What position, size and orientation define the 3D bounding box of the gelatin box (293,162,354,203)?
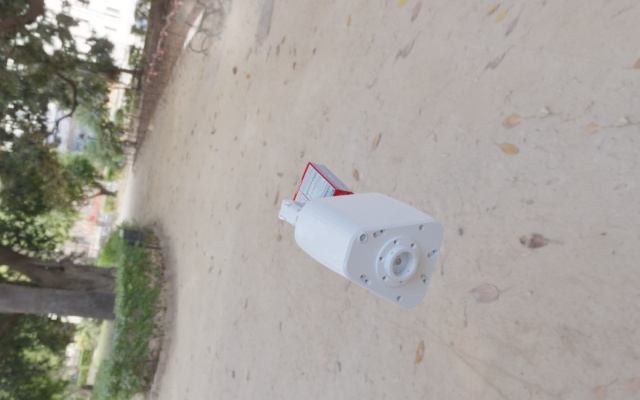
[{"bbox_3d":[0.000,0.002,0.608,0.030,0.073,0.089,10,21,-33],"label":"gelatin box"}]
